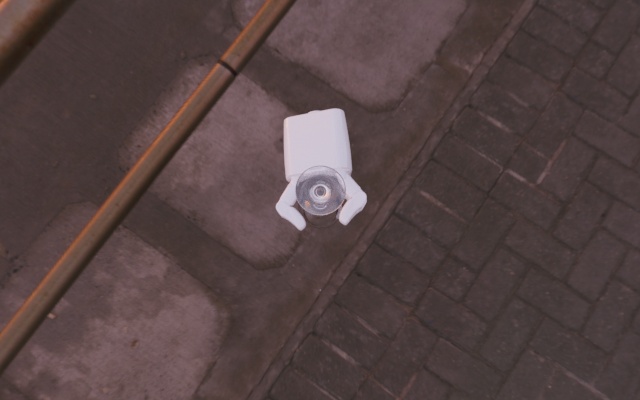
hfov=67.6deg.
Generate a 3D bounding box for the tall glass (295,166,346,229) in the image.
[{"bbox_3d":[0.000,0.003,0.793,0.079,0.079,0.201,0,-11,0],"label":"tall glass"}]
